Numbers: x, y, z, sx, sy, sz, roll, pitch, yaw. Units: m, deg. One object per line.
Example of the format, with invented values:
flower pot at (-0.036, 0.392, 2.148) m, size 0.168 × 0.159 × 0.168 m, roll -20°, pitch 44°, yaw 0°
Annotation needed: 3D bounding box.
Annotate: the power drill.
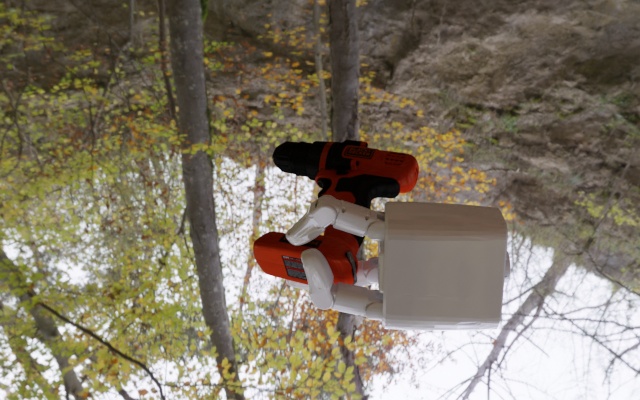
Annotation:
power drill at (0.000, 0.002, 0.531) m, size 0.184 × 0.057 × 0.187 m, roll 8°, pitch 48°, yaw 23°
